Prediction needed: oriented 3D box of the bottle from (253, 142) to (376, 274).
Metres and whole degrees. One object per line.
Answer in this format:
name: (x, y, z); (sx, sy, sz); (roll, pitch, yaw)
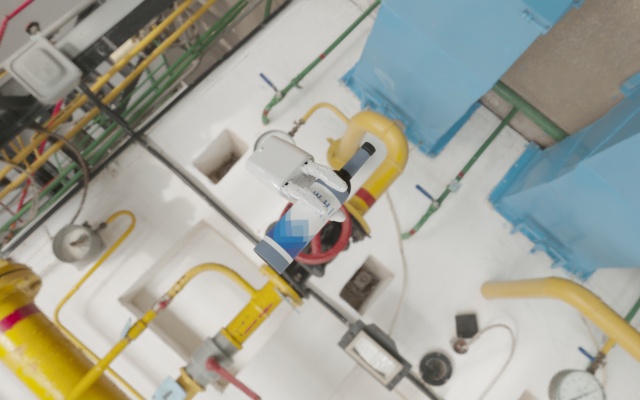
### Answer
bottle: (0.000, 0.003, 0.880); (0.069, 0.295, 0.069); (39, -14, 11)
